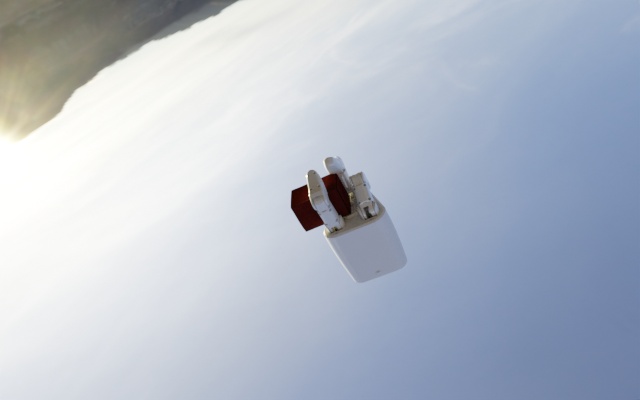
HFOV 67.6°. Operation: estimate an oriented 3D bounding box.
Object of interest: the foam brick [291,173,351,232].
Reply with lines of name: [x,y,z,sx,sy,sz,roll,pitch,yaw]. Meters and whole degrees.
foam brick: [0.000,0.002,0.723,0.078,0.051,0.053,-22,30,14]
